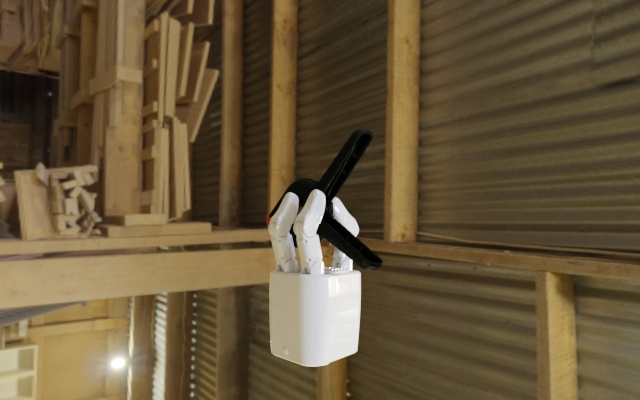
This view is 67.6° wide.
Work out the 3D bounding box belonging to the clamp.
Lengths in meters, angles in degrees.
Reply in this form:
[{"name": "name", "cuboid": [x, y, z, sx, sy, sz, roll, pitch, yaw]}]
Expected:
[{"name": "clamp", "cuboid": [0.000, 0.002, 0.614, 0.036, 0.164, 0.210, 6, -7, -39]}]
